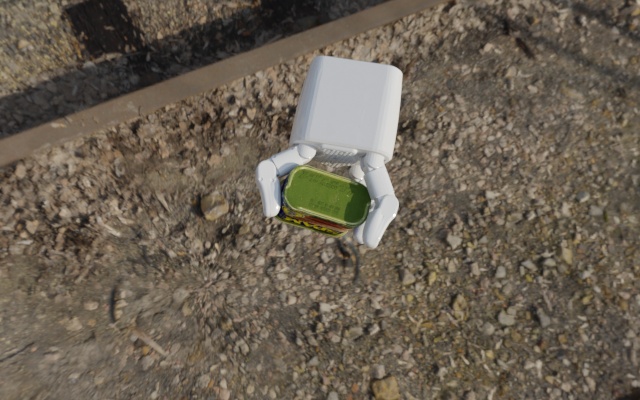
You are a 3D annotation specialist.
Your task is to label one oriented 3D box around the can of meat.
[{"bbox_3d":[0.000,0.002,0.551,0.102,0.057,0.084,17,-13,-10],"label":"can of meat"}]
